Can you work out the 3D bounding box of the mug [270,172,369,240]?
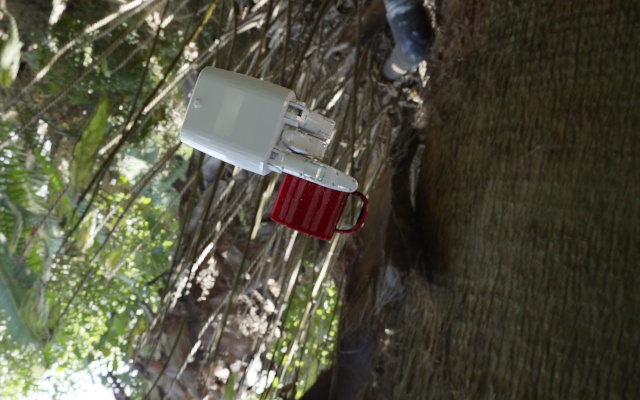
[{"bbox_3d":[0.001,0.003,0.579,0.117,0.081,0.093,21,1,8],"label":"mug"}]
